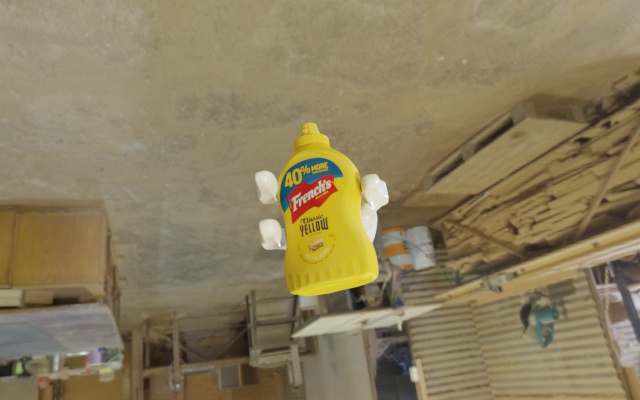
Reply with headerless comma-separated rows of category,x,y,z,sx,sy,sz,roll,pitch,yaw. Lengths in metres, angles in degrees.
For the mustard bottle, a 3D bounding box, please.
mustard bottle,0.000,0.002,0.524,0.096,0.191,0.058,-18,-22,25
